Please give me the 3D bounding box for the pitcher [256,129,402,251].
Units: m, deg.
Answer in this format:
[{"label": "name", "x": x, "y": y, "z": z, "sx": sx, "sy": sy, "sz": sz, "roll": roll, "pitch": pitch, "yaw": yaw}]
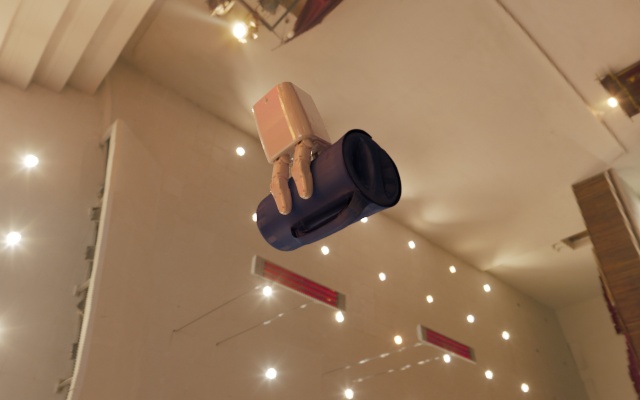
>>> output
[{"label": "pitcher", "x": 0.000, "y": 0.002, "z": 0.784, "sx": 0.243, "sy": 0.145, "sz": 0.149, "roll": -32, "pitch": -19, "yaw": 38}]
